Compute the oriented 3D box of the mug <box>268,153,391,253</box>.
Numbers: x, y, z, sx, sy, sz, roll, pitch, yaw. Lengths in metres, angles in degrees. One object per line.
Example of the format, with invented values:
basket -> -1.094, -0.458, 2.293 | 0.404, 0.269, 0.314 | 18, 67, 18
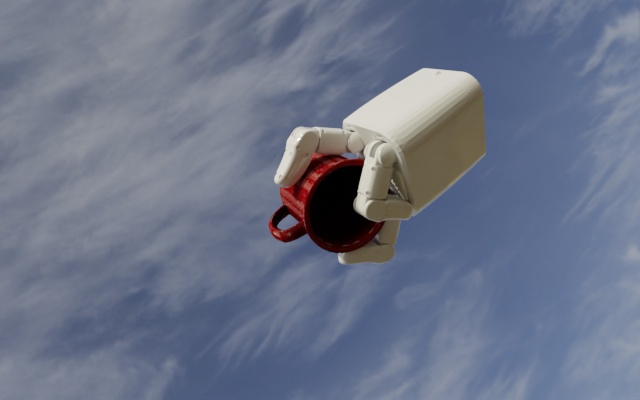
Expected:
mug -> -0.001, 0.002, 0.478 | 0.117, 0.093, 0.081 | -36, 30, -12
